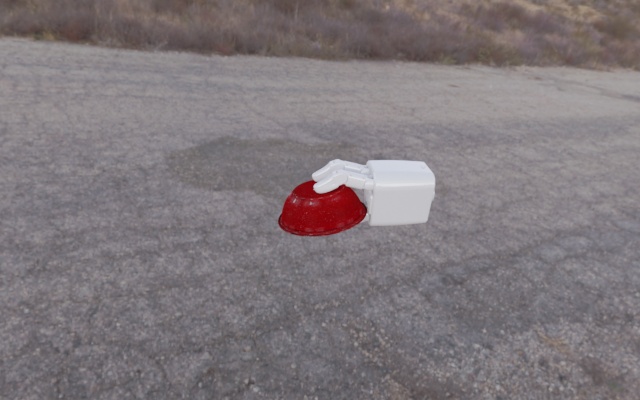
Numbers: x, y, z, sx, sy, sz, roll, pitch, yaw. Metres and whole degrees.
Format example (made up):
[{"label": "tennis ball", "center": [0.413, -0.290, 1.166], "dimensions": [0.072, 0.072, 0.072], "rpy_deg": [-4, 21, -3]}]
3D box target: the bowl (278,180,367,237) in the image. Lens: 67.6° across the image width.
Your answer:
[{"label": "bowl", "center": [-0.001, 0.003, 0.844], "dimensions": [0.162, 0.055, 0.162], "rpy_deg": [-7, 23, 3]}]
